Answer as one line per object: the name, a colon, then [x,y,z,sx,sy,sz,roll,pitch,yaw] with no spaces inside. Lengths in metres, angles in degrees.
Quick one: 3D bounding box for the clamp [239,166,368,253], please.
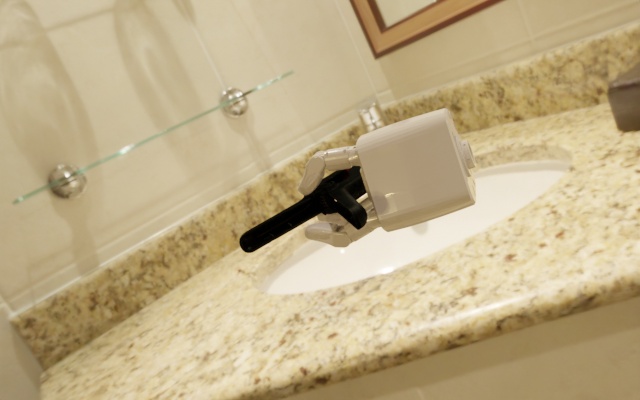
clamp: [0.000,0.001,0.603,0.164,0.036,0.210,-16,16,23]
